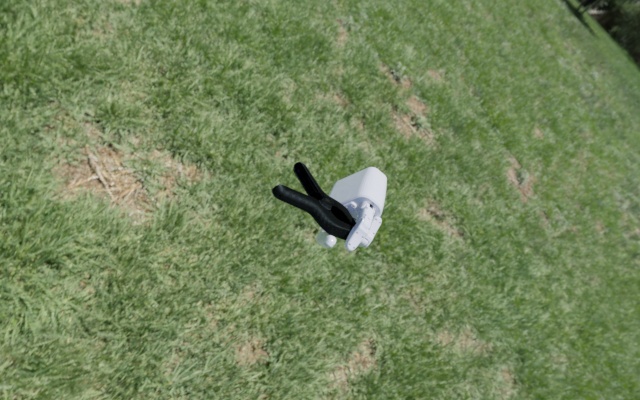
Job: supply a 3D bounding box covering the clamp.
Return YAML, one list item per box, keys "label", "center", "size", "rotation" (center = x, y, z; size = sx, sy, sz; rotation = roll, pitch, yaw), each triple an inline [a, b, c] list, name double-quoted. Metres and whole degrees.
- label: "clamp"
  center: [0.001, 0.003, 0.829]
  size: [0.039, 0.171, 0.120]
  rotation: [-42, 16, 36]
